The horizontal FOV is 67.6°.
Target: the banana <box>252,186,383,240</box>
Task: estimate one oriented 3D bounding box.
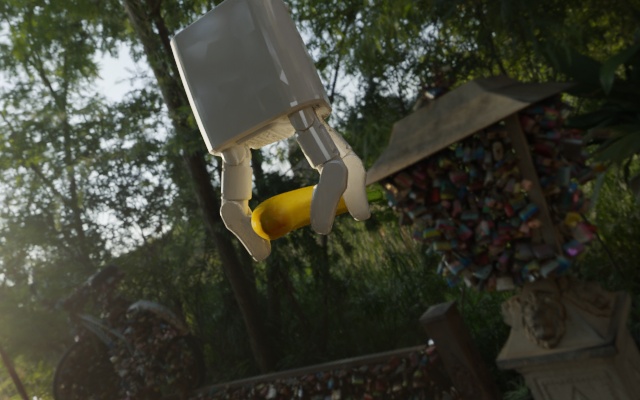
[{"bbox_3d":[-0.013,0.006,0.446,0.069,0.037,0.198,-17,0,33],"label":"banana"}]
